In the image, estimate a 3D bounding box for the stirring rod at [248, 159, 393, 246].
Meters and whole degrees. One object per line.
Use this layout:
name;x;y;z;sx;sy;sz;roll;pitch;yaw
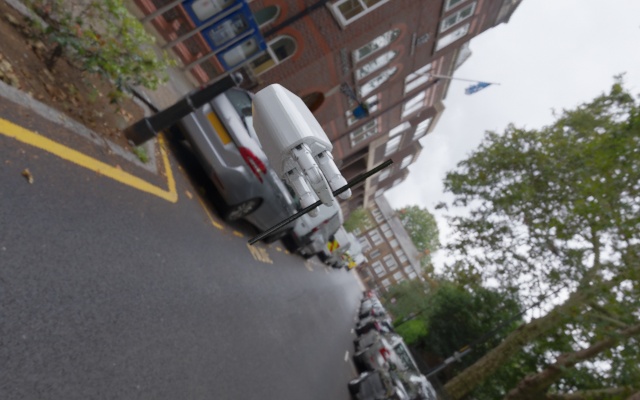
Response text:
stirring rod;0.000;0.002;0.697;0.239;0.011;0.011;-30;0;0
